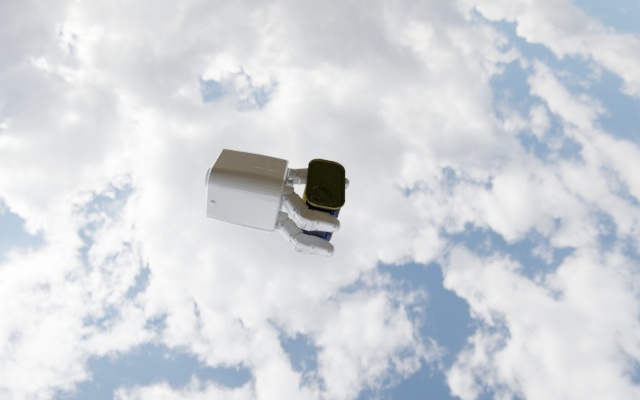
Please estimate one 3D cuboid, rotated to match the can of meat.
[{"bbox_3d":[0.000,0.003,0.714,0.057,0.084,0.102,10,43,-7],"label":"can of meat"}]
